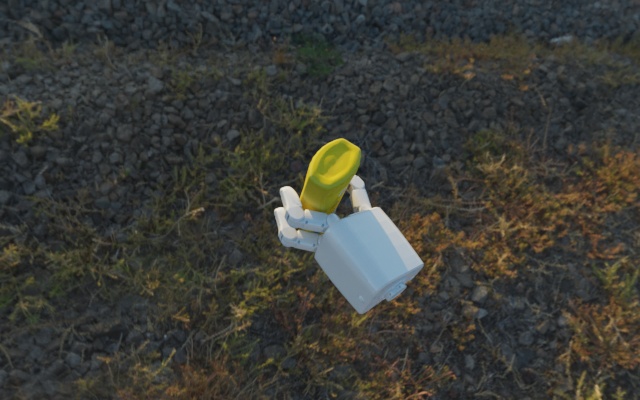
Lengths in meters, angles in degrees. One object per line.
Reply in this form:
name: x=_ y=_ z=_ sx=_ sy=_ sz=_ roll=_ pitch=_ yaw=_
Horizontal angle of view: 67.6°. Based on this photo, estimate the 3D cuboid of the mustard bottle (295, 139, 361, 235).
mustard bottle: x=0.000 y=0.002 z=0.700 sx=0.058 sy=0.096 sz=0.192 roll=31 pitch=-37 yaw=7
